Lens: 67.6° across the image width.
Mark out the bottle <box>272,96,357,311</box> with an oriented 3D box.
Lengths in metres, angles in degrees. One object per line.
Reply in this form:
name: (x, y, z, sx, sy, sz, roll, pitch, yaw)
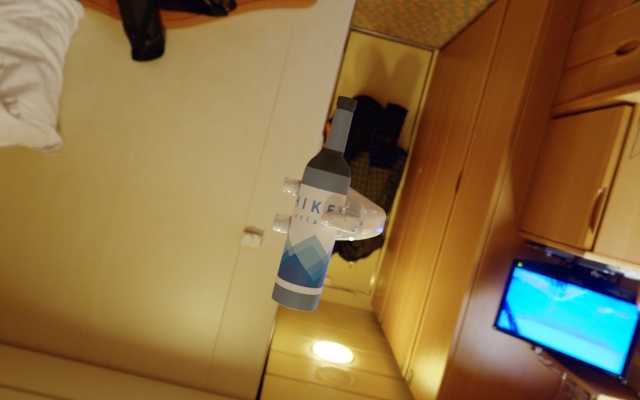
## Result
bottle: (0.000, 0.002, 0.665, 0.069, 0.296, 0.069, 15, 4, -1)
